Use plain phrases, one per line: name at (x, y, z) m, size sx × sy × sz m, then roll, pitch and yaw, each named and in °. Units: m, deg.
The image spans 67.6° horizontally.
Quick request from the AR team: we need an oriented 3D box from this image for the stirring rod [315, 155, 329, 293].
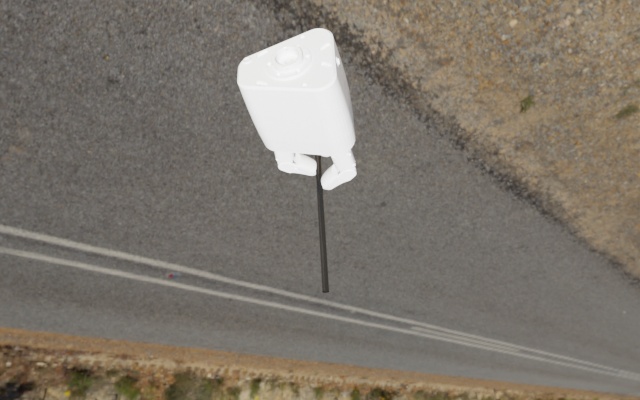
stirring rod at (0.000, 0.002, 0.608) m, size 0.011 × 0.239 × 0.011 m, roll -2°, pitch -32°, yaw -1°
